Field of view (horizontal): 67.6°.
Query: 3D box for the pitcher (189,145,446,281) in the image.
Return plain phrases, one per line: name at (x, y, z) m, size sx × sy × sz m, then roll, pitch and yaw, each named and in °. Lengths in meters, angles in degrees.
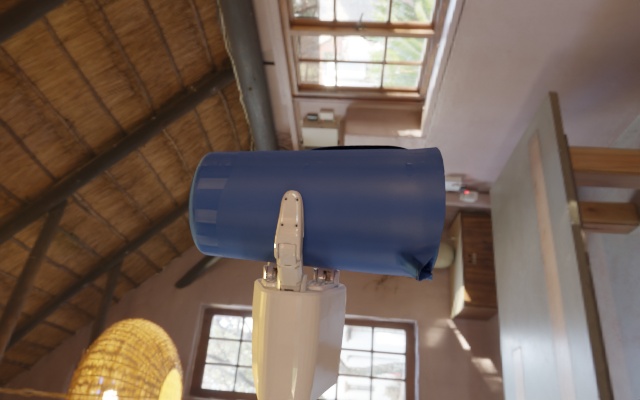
pitcher at (0.000, 0.002, 0.495) m, size 0.243 × 0.145 × 0.149 m, roll 3°, pitch -3°, yaw 4°
